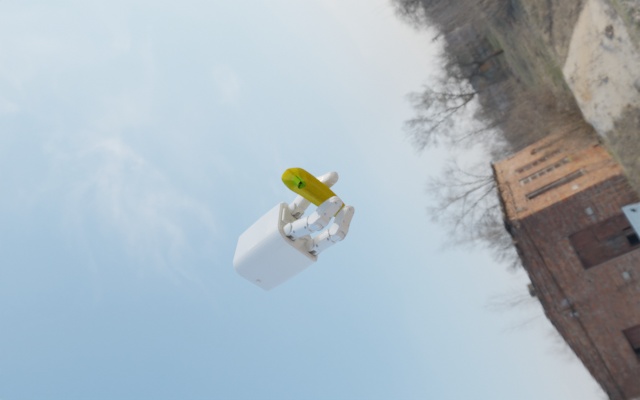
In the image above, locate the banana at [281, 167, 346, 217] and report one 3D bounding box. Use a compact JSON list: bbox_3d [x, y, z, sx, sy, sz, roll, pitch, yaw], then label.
[{"bbox_3d":[-0.011,-0.012,0.745,0.037,0.069,0.198,-42,-28,10],"label":"banana"}]
